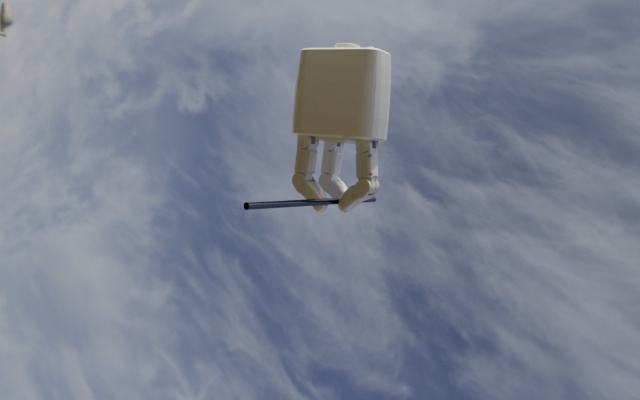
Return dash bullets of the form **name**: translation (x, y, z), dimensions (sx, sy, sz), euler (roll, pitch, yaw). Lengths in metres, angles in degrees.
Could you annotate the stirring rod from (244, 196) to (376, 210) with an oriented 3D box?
- **stirring rod**: translation (0.000, 0.002, 0.572), dimensions (0.011, 0.011, 0.239), euler (0, 2, 38)
